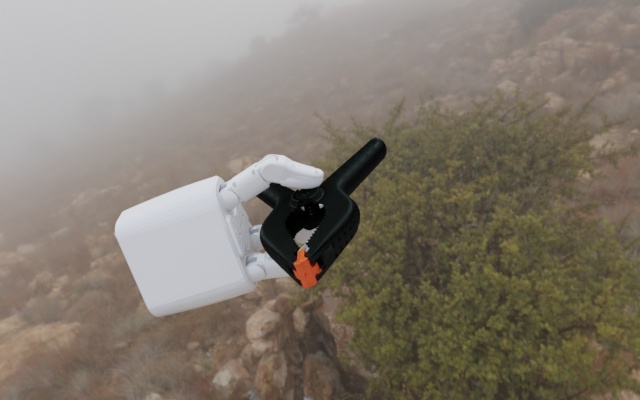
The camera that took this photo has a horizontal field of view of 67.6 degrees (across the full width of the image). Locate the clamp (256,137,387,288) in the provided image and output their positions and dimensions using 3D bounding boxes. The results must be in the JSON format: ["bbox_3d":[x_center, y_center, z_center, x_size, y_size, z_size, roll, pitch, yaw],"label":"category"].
[{"bbox_3d":[0.000,0.001,0.464,0.164,0.036,0.209,-19,29,5],"label":"clamp"}]
